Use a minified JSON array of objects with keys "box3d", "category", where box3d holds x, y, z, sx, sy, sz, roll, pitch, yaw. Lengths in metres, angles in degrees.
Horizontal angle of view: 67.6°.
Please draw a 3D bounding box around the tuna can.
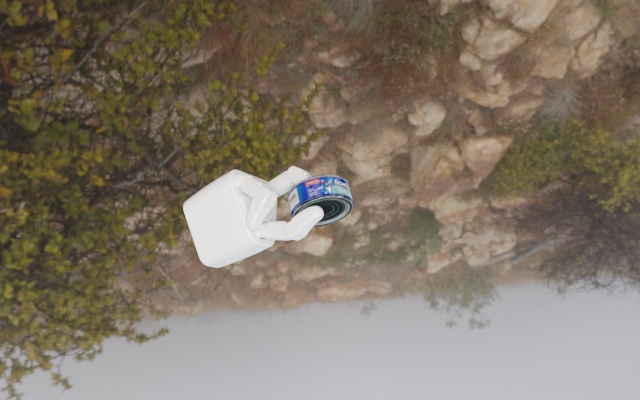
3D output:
[{"box3d":[0.000,0.003,0.642,0.086,0.033,0.086,-10,-28,-6],"category":"tuna can"}]
